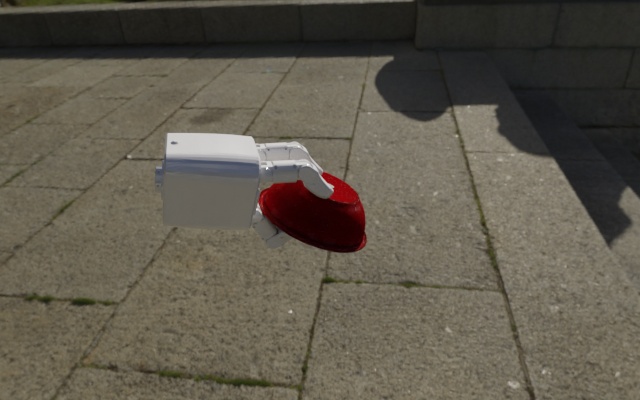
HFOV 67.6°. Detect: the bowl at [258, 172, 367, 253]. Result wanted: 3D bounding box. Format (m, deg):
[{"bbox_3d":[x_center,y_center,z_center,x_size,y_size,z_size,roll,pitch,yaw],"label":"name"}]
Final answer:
[{"bbox_3d":[0.001,0.002,0.648,0.162,0.055,0.162,21,22,-9],"label":"bowl"}]
